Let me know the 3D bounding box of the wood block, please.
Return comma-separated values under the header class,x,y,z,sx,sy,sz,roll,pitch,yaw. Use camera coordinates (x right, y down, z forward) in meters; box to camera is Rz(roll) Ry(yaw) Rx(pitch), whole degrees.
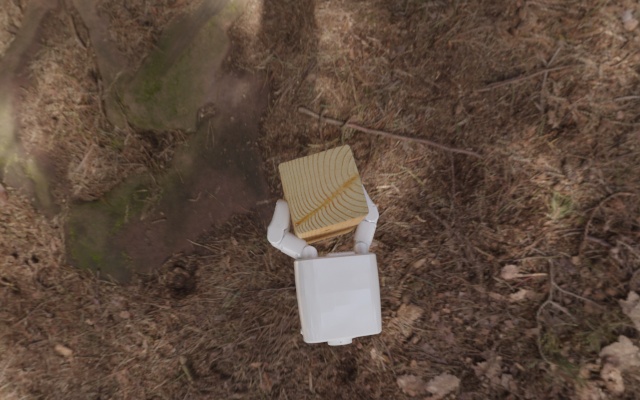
class,x,y,z,sx,sy,sz,roll,pitch,yaw
wood block,0.001,0.002,0.661,0.091,0.090,0.206,-16,-8,-5
